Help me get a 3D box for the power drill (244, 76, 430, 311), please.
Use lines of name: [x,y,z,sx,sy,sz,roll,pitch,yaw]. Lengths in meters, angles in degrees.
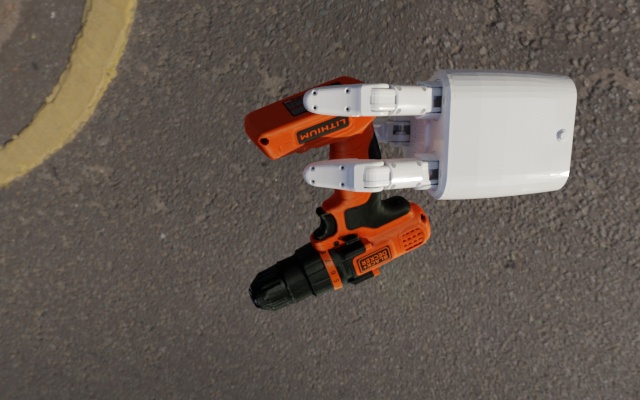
power drill: [0.000,0.001,0.420,0.184,0.188,0.057,-25,36,-9]
